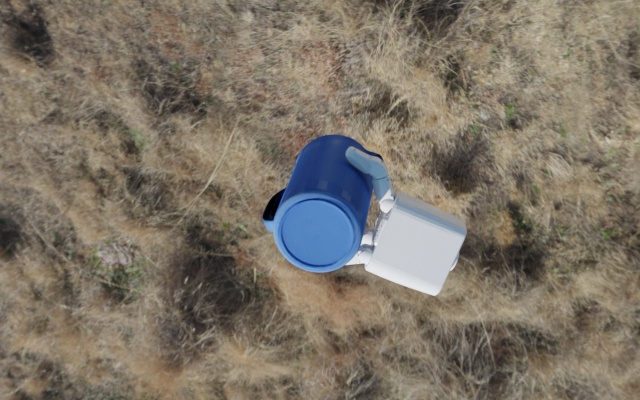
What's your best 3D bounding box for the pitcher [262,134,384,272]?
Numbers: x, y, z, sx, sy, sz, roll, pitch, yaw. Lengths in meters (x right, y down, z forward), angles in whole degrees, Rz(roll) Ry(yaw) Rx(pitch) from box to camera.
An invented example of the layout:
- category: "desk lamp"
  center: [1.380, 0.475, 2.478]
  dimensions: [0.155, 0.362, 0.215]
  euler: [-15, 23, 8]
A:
- category: "pitcher"
  center: [0.000, 0.002, 0.670]
  dimensions: [0.145, 0.149, 0.242]
  euler: [24, 22, -2]
